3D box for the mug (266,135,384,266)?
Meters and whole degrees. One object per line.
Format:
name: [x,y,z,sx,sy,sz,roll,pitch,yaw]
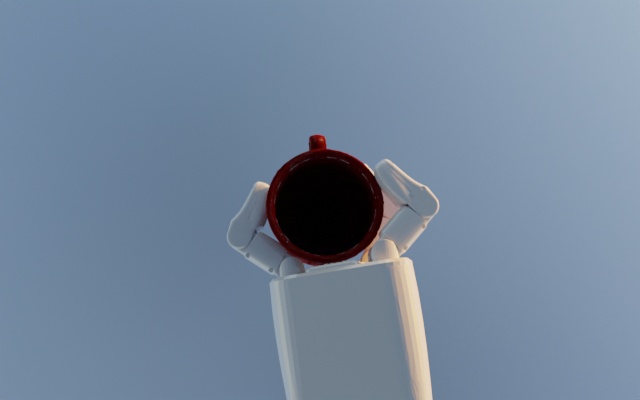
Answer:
mug: [0.000,0.000,0.416,0.093,0.117,0.081,-7,-14,-5]
